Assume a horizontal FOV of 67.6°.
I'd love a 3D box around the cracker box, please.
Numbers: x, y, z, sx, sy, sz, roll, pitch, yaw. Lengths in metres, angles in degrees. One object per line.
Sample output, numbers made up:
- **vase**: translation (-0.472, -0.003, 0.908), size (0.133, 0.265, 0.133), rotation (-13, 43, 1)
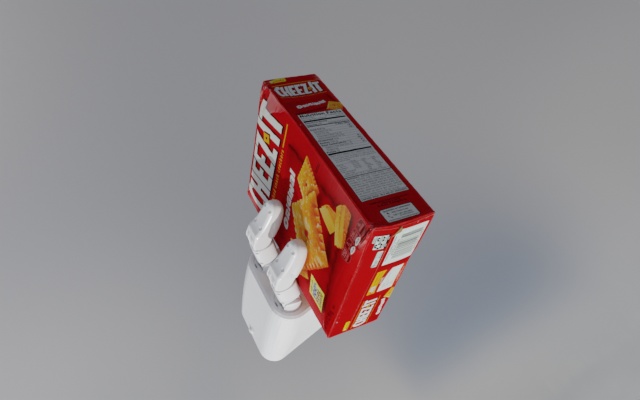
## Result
- **cracker box**: translation (0.000, 0.002, 0.483), size (0.072, 0.164, 0.213), rotation (-13, 51, -28)
